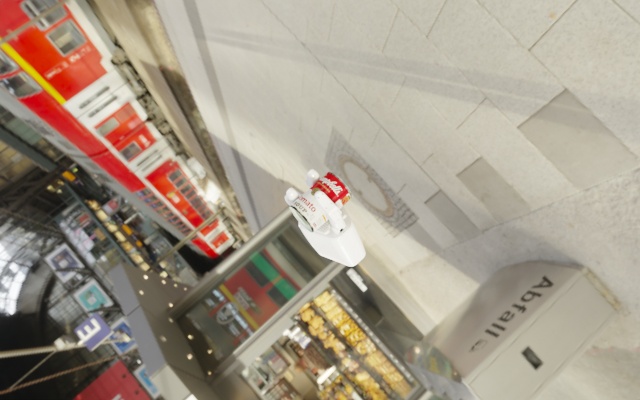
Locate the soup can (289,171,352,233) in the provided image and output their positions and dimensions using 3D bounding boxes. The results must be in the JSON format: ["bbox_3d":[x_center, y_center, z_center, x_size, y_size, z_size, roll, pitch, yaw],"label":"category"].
[{"bbox_3d":[0.000,0.003,0.899,0.102,0.068,0.068,-41,10,-12],"label":"soup can"}]
